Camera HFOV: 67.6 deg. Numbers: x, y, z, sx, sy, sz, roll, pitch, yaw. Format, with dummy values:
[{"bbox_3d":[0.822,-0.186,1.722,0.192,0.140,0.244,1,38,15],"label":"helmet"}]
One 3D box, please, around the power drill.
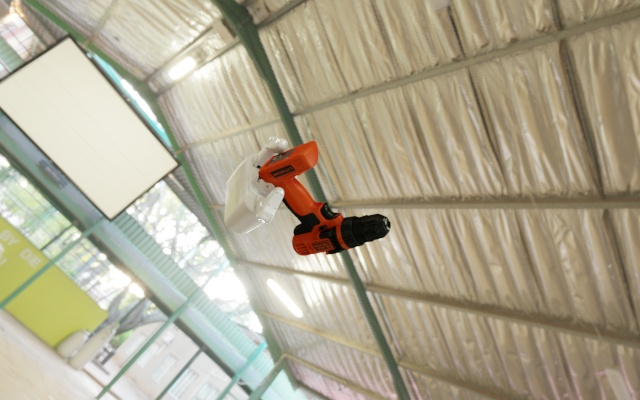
[{"bbox_3d":[0.000,0.002,0.762,0.184,0.188,0.057,-17,23,32],"label":"power drill"}]
